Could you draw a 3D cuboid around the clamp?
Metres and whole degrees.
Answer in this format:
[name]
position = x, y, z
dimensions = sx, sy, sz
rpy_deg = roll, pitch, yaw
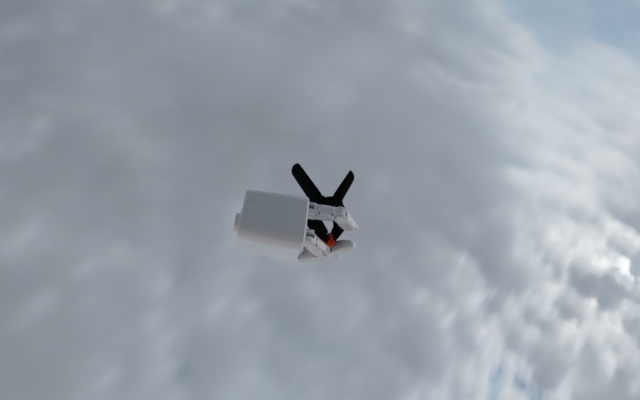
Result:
[clamp]
position = 0.000, 0.003, 0.854
dimensions = 0.120, 0.171, 0.039
rpy_deg = 10, -38, -6
